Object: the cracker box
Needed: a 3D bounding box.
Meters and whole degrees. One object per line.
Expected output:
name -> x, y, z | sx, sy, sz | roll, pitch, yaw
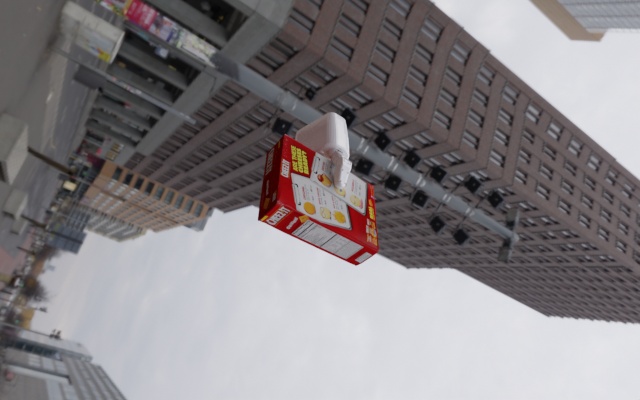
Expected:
cracker box -> 0.000, 0.003, 0.851 | 0.214, 0.164, 0.072 | 27, -49, -26
